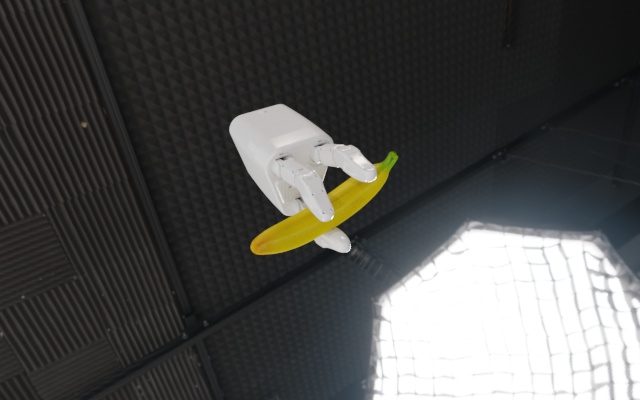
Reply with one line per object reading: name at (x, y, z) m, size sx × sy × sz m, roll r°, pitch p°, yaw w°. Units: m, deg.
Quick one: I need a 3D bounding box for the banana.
banana at (0.006, 0.009, 0.564) m, size 0.198 × 0.037 × 0.070 m, roll -35°, pitch -29°, yaw -8°
